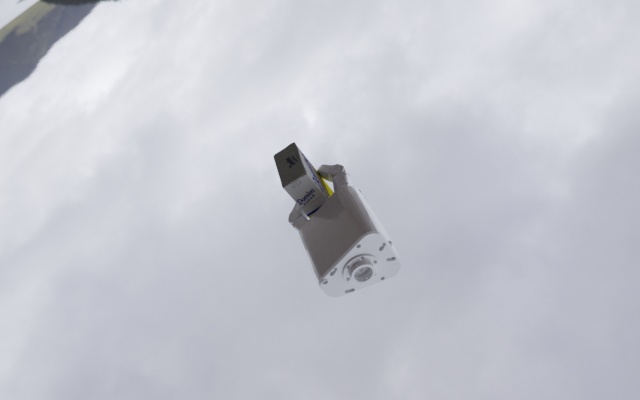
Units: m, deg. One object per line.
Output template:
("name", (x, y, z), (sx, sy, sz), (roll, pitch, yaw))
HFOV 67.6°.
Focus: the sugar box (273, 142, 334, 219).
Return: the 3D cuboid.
("sugar box", (0.001, 0.002, 0.722), (0.048, 0.176, 0.093), (-31, 37, 7))
